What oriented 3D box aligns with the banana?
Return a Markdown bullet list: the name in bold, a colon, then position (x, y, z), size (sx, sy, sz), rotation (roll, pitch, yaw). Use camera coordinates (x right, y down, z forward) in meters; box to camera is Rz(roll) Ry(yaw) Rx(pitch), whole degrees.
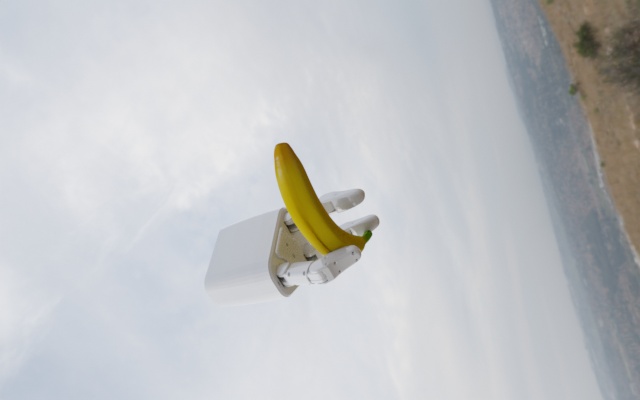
- **banana**: position (0.000, 0.019, 0.544), size (0.037, 0.069, 0.198), rotation (-15, -42, 28)
